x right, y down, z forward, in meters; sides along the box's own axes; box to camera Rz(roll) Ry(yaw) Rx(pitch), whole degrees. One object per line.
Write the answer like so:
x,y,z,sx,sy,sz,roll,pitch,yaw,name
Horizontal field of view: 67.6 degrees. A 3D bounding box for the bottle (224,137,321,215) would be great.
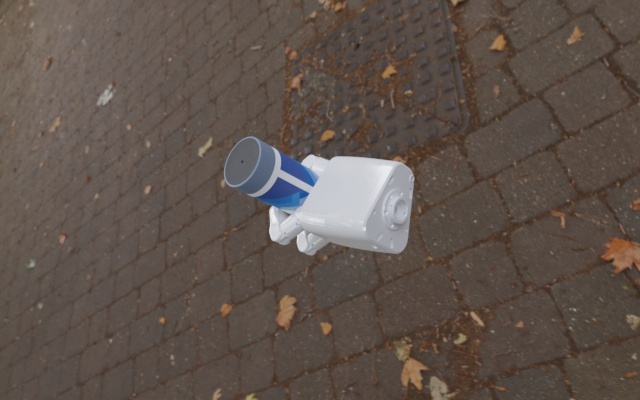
0.000,0.002,0.675,0.069,0.069,0.296,0,-20,43,bottle
